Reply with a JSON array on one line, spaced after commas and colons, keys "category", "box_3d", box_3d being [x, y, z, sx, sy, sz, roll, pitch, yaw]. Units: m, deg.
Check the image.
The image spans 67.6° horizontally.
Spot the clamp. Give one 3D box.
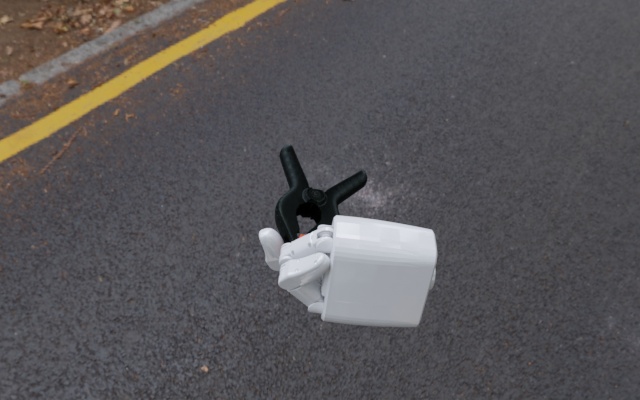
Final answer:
[{"category": "clamp", "box_3d": [0.000, 0.002, 0.588, 0.120, 0.171, 0.039, 9, -41, -4]}]
